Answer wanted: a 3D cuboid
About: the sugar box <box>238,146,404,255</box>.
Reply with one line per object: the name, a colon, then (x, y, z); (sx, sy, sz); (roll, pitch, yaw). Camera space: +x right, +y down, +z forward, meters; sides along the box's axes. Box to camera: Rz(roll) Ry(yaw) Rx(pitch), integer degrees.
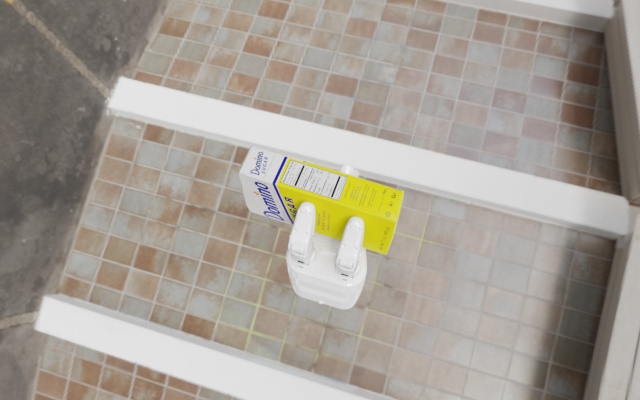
sugar box: (0.000, 0.002, 0.539); (0.176, 0.048, 0.093); (15, -28, 8)
